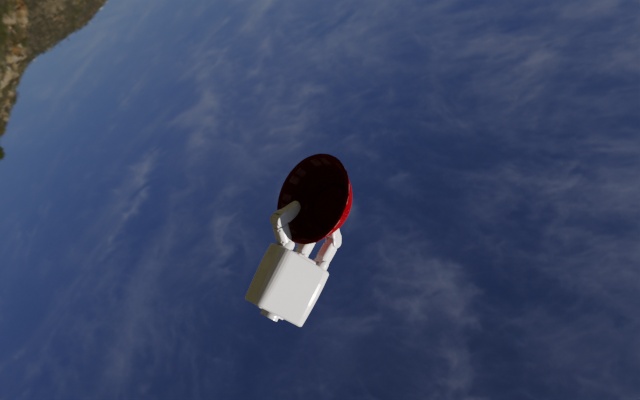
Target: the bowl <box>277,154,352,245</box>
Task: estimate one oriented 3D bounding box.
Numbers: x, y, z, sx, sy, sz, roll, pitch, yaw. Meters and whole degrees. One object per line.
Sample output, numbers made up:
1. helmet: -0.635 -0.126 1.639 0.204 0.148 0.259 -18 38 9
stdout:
1. bowl: 0.001 0.002 0.830 0.162 0.162 0.055 0 -16 42
